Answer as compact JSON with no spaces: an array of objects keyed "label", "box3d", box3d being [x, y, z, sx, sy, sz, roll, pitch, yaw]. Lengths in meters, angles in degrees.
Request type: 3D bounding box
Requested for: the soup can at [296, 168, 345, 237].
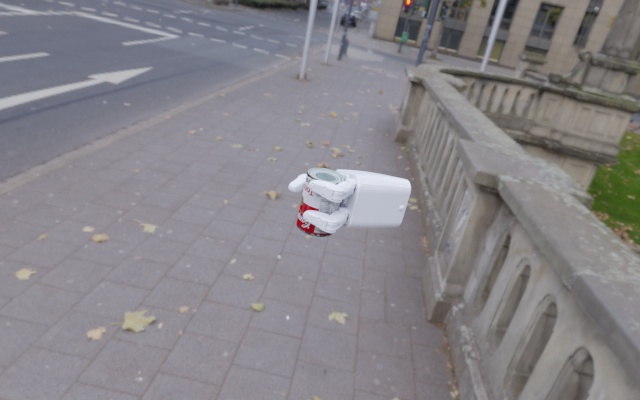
[{"label":"soup can","box3d":[0.000,0.002,0.824,0.068,0.102,0.068,11,23,-5]}]
